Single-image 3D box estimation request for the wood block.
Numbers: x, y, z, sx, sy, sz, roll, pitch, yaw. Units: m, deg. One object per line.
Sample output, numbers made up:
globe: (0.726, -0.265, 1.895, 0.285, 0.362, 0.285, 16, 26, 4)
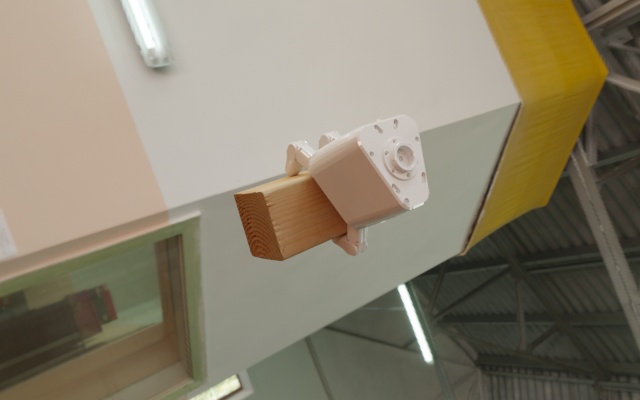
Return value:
wood block: (0.001, 0.002, 0.658, 0.206, 0.091, 0.090, -20, 10, -33)
